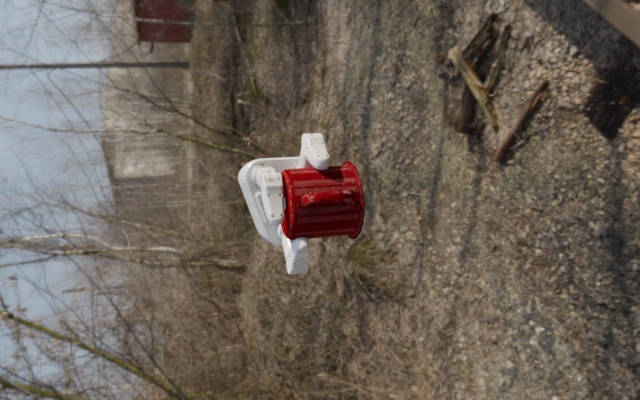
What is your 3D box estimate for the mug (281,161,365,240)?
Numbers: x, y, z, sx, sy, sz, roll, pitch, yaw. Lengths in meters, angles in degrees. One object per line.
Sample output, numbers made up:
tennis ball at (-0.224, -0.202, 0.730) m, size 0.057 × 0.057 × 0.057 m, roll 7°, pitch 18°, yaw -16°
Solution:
mug at (0.000, 0.002, 0.540) m, size 0.081 × 0.093 × 0.117 m, roll -4°, pitch -1°, yaw -16°
